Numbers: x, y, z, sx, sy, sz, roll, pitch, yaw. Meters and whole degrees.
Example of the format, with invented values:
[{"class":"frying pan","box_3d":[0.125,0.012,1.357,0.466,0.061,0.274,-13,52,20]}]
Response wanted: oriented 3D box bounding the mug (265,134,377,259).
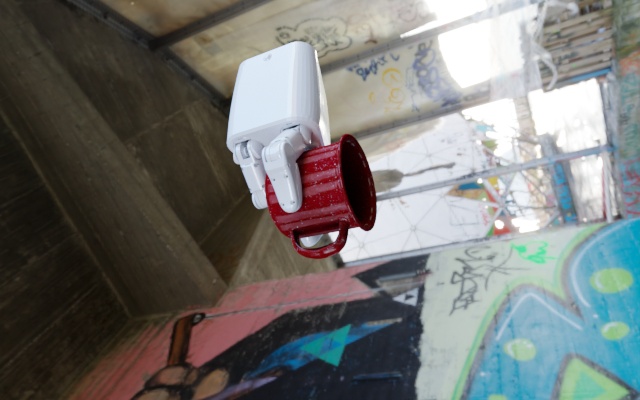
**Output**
[{"class":"mug","box_3d":[0.000,0.003,0.452,0.081,0.117,0.093,-13,-33,23]}]
